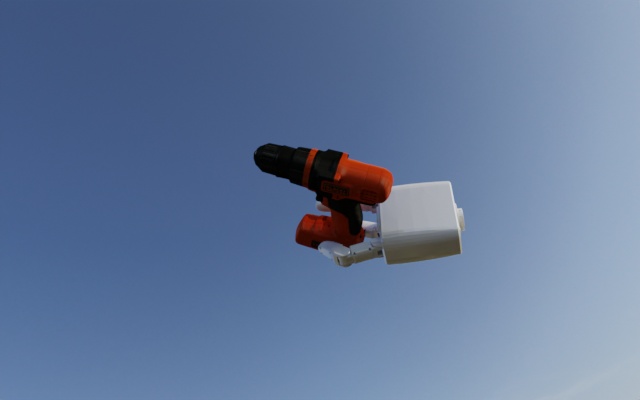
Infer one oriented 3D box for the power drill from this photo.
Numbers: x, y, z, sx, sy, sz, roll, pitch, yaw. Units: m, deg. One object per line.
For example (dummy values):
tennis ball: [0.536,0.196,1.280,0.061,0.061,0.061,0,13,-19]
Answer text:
power drill: [0.000,0.002,0.671,0.184,0.057,0.188,16,-33,10]
